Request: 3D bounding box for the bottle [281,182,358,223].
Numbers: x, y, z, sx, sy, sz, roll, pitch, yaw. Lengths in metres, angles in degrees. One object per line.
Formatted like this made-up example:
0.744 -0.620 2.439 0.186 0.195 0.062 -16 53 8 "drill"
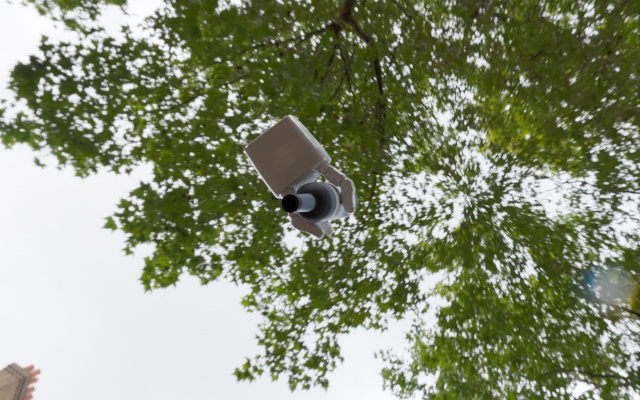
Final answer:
0.000 0.003 0.811 0.069 0.069 0.296 0 1 17 "bottle"
